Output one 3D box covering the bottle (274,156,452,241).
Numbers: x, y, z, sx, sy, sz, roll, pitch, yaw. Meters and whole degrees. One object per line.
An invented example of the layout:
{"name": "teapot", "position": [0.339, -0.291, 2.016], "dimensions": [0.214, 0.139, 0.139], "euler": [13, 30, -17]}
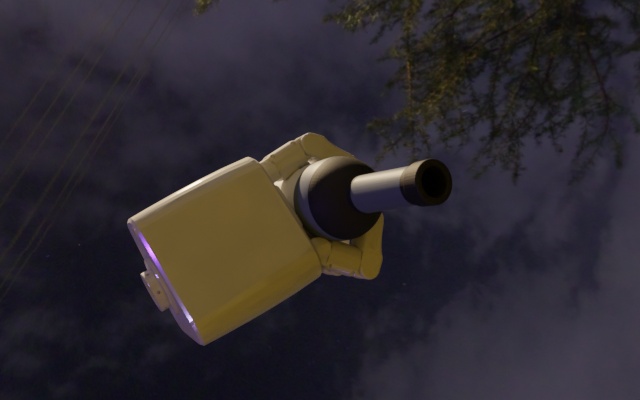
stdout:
{"name": "bottle", "position": [0.000, 0.001, 0.407], "dimensions": [0.069, 0.069, 0.296], "euler": [0, -5, -27]}
